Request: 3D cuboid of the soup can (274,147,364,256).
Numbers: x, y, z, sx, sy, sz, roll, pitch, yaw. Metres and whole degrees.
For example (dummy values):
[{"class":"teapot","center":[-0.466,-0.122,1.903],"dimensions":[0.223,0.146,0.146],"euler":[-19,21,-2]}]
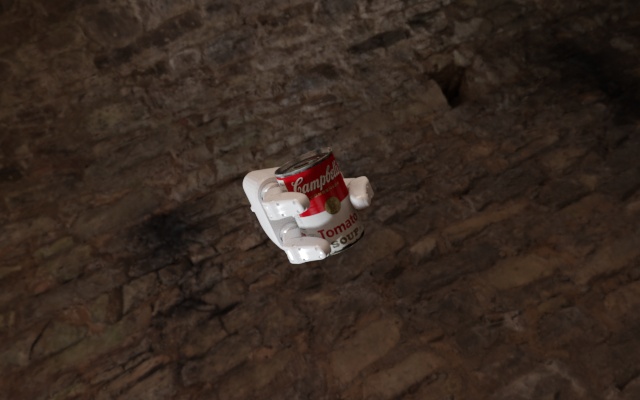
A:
[{"class":"soup can","center":[0.000,0.002,0.527],"dimensions":[0.068,0.102,0.068],"euler":[-22,16,7]}]
